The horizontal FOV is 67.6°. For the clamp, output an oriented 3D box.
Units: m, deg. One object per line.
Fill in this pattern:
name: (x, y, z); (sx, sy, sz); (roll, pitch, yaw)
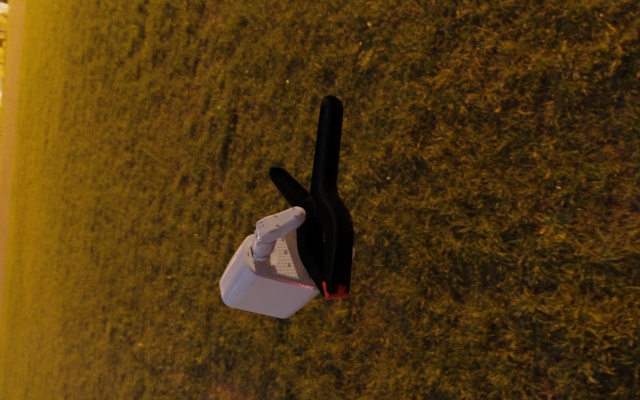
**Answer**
clamp: (-0.001, 0.002, 0.527); (0.036, 0.209, 0.165); (2, -35, -30)
